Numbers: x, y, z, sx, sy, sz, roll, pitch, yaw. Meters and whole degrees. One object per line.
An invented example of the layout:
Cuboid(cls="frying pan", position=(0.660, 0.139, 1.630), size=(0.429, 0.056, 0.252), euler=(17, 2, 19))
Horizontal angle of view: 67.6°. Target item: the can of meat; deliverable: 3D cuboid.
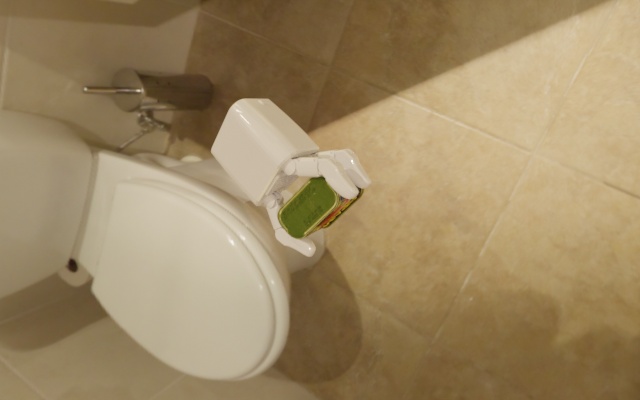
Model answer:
Cuboid(cls="can of meat", position=(0.000, 0.002, 0.648), size=(0.102, 0.057, 0.084), euler=(-45, -10, 26))
